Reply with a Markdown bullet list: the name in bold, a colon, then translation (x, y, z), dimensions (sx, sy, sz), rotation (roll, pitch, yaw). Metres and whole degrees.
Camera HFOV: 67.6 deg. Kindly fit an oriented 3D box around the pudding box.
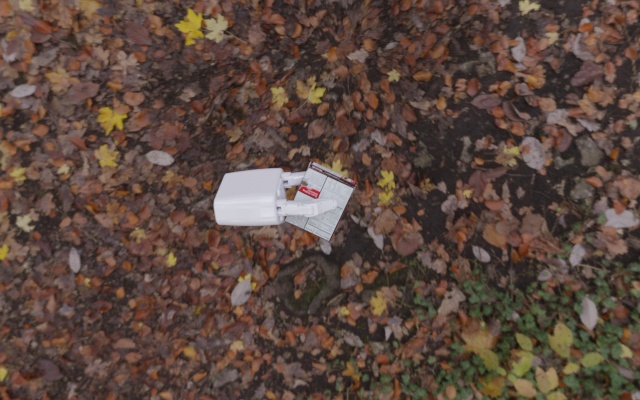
- **pudding box**: translation (0.000, 0.003, 0.820), dimensions (0.090, 0.113, 0.039), rotation (25, 20, 0)
